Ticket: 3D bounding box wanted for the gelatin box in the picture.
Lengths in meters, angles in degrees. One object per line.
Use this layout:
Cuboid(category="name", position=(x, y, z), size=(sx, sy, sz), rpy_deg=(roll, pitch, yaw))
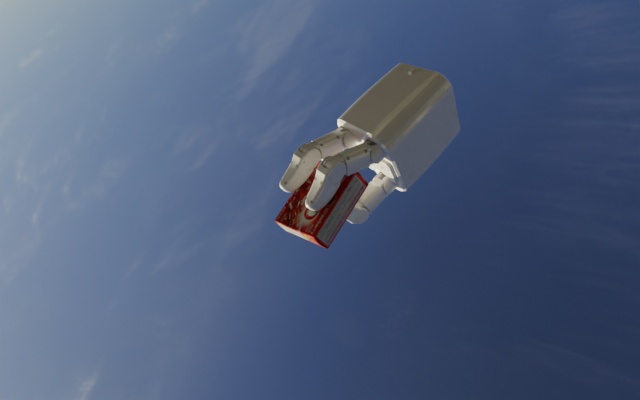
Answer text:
Cuboid(category="gelatin box", position=(0.000, 0.002, 0.534), size=(0.073, 0.089, 0.030), rpy_deg=(19, -18, 47))
